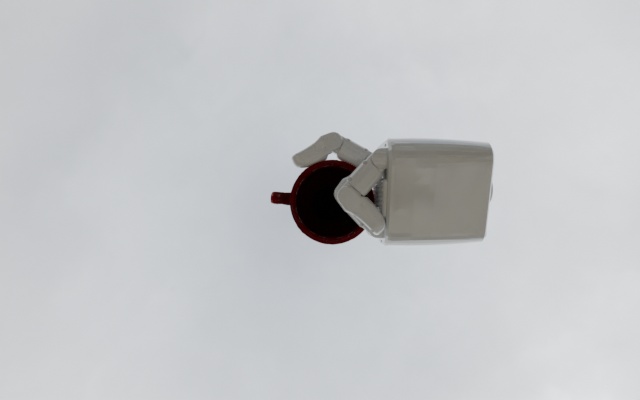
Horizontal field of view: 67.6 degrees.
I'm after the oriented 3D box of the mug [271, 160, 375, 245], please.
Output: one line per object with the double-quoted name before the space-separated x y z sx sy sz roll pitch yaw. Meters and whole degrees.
"mug" -0.001 0.002 0.561 0.117 0.093 0.081 2 -1 -1
